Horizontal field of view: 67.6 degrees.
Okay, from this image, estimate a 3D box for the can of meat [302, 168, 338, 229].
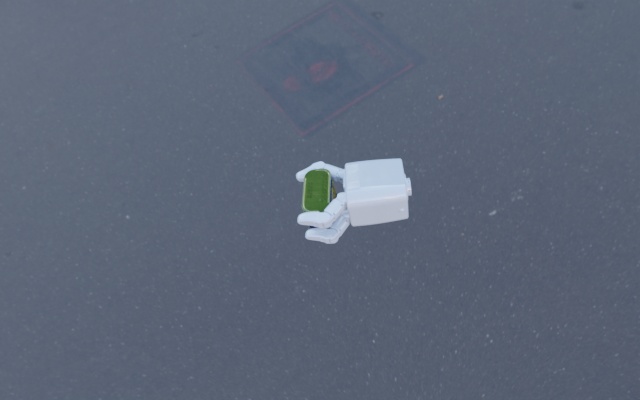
[{"bbox_3d":[0.000,0.003,0.893,0.057,0.102,0.084,-4,-33,9],"label":"can of meat"}]
